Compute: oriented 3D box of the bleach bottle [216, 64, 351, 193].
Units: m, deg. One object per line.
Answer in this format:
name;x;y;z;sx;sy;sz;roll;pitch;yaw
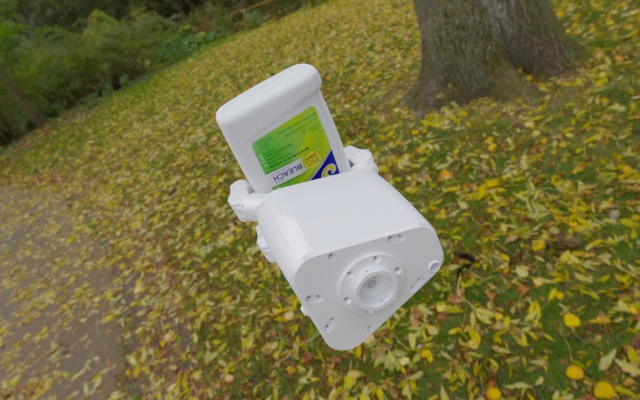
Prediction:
bleach bottle;0.000;0.002;0.477;0.102;0.251;0.068;-30;28;-4
